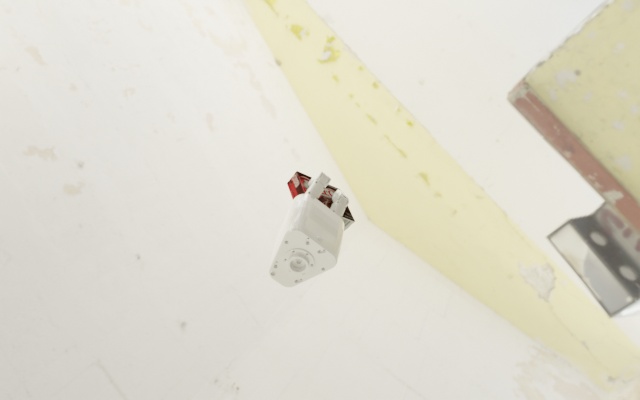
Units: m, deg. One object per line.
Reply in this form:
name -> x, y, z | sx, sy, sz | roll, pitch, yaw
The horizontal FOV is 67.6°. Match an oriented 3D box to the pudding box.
pudding box -> 0.000, 0.003, 0.869 | 0.113, 0.090, 0.039 | 23, -58, -38
